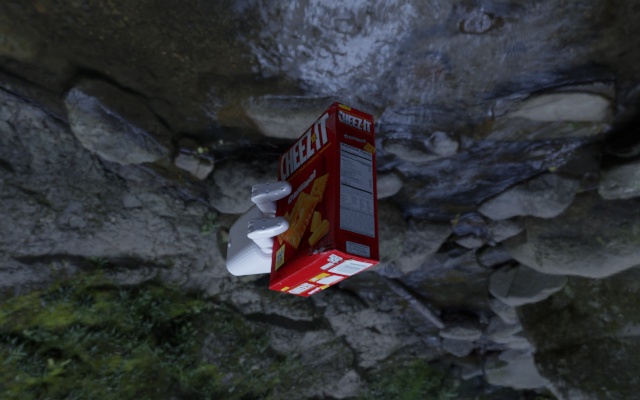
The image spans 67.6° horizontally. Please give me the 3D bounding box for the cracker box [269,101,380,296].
[{"bbox_3d":[0.000,0.002,0.639,0.072,0.213,0.164,17,-32,-28],"label":"cracker box"}]
